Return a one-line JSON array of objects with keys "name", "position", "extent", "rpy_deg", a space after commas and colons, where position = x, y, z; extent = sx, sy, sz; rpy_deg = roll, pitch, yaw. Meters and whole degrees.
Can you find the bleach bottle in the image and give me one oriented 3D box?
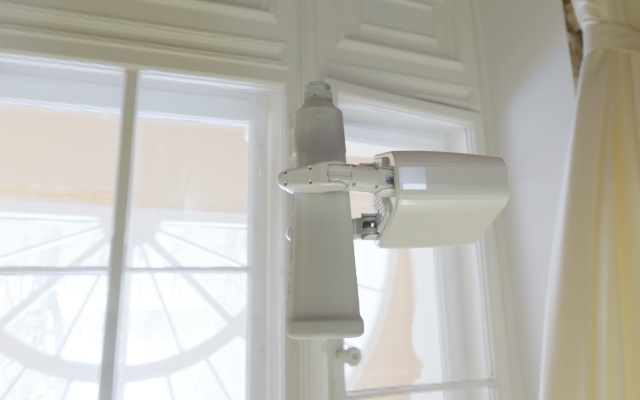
[{"name": "bleach bottle", "position": [0.000, 0.002, 0.459], "extent": [0.068, 0.250, 0.102], "rpy_deg": [0, -14, -5]}]
